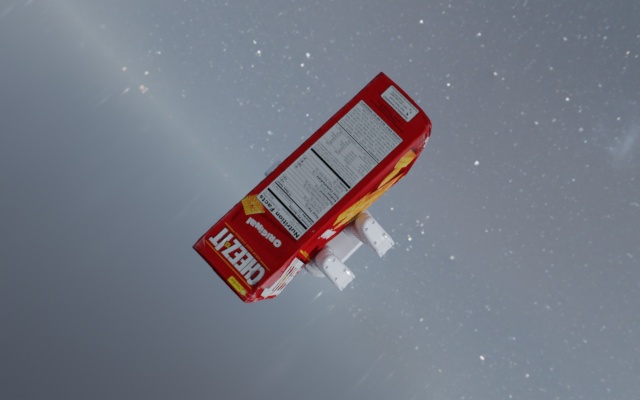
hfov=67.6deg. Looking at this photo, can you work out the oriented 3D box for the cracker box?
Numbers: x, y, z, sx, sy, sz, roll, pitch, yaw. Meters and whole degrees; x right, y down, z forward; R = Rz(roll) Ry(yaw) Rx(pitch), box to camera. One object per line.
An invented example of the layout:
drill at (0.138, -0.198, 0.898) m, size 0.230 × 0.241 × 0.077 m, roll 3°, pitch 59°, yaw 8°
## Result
cracker box at (0.000, 0.001, 0.458) m, size 0.213 × 0.072 × 0.164 m, roll -44°, pitch -9°, yaw -6°
